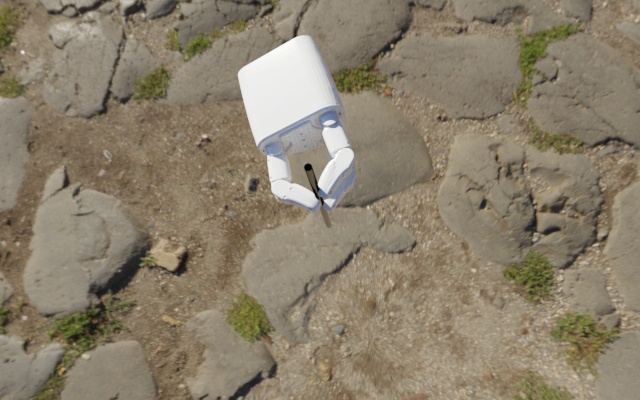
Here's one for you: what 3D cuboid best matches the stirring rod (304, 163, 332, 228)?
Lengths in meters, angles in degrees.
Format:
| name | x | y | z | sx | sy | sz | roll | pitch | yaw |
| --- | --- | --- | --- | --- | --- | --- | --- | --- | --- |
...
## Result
| name | x | y | z | sx | sy | sz | roll | pitch | yaw |
| --- | --- | --- | --- | --- | --- | --- | --- | --- | --- |
| stirring rod | 0.000 | 0.002 | 0.568 | 0.011 | 0.011 | 0.240 | 0 | -16 | 6 |
